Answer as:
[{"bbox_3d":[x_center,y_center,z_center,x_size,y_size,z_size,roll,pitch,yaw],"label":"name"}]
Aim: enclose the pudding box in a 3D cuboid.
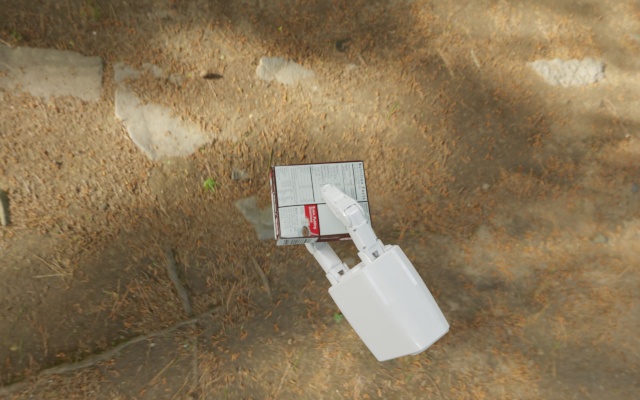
[{"bbox_3d":[0.000,0.002,0.560,0.113,0.090,0.039,-3,-14,-12],"label":"pudding box"}]
